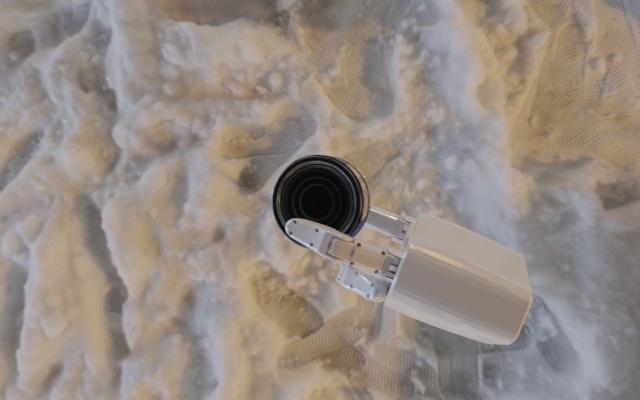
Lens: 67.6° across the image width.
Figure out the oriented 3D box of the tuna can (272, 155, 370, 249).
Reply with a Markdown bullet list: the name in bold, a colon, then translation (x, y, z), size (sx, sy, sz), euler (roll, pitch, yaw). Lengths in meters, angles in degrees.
- **tuna can**: translation (0.000, 0.001, 0.433), size (0.086, 0.086, 0.034), euler (0, 2, 16)
